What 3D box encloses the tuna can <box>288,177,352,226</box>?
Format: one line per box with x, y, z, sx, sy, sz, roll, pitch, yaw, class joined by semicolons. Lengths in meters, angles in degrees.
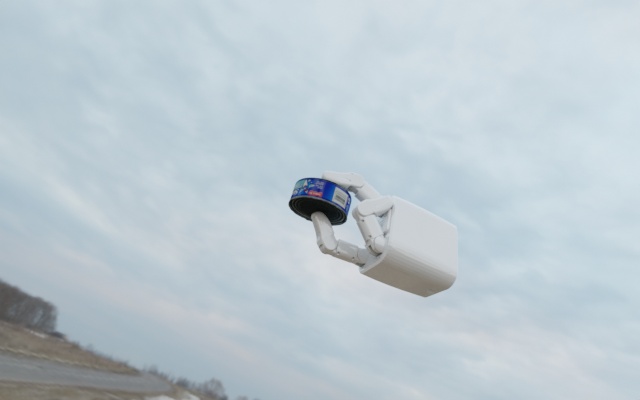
0.000;0.002;0.675;0.086;0.033;0.086;14;-24;6;tuna can
